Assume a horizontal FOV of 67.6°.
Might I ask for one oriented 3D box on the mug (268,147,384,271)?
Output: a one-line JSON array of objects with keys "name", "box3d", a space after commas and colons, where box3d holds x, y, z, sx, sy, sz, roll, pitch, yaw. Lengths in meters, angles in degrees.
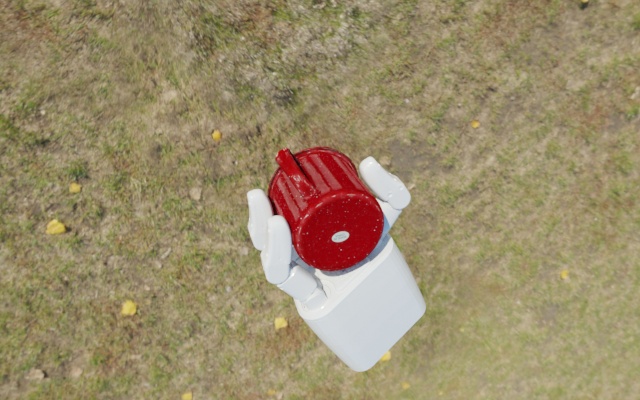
[{"name": "mug", "box3d": [-0.001, 0.000, 0.423, 0.093, 0.117, 0.081, -35, 34, 2]}]
